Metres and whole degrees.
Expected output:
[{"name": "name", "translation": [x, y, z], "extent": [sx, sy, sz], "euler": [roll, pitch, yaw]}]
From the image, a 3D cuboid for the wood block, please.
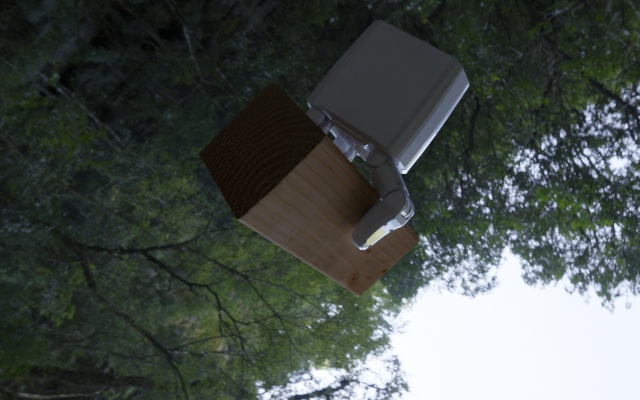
[{"name": "wood block", "translation": [0.001, 0.001, 0.443], "extent": [0.206, 0.090, 0.090], "euler": [41, 8, -50]}]
